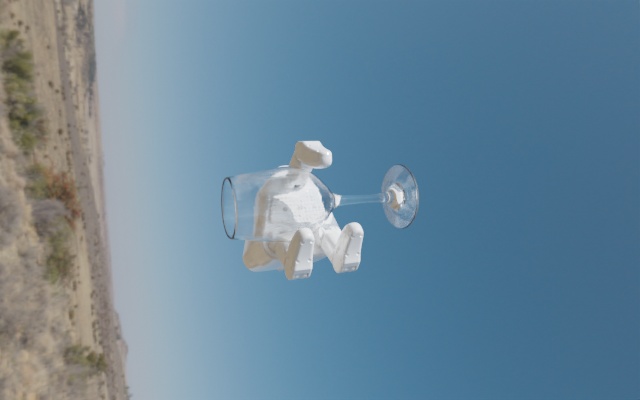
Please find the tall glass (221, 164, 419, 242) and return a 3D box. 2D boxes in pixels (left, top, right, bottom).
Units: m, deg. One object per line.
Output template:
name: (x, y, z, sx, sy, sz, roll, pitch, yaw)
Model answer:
tall glass: (0.001, 0.002, 0.508, 0.201, 0.079, 0.079, -4, 1, -24)
